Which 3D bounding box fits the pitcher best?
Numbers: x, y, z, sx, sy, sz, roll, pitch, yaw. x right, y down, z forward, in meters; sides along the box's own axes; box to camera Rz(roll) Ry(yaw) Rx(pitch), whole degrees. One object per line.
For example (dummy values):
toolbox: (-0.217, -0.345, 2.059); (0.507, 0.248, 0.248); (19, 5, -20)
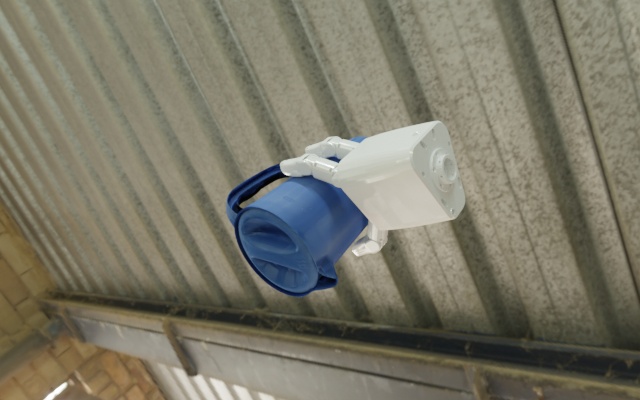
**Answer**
pitcher: (0.000, 0.002, 0.661); (0.145, 0.149, 0.242); (-12, 22, 46)
